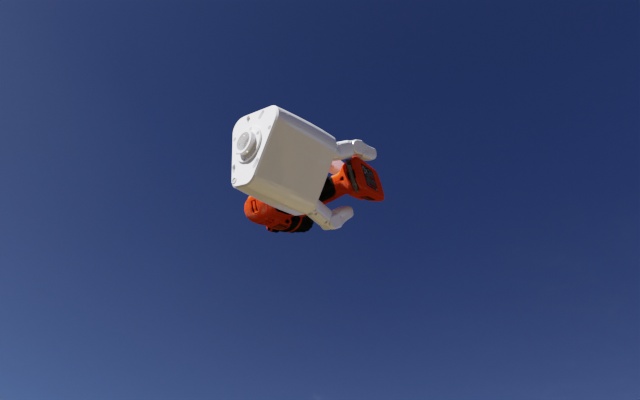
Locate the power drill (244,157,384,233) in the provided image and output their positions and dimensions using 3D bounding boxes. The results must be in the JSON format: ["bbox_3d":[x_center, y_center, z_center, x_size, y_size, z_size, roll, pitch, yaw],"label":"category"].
[{"bbox_3d":[0.000,0.002,0.745,0.188,0.057,0.184,-22,-16,19],"label":"power drill"}]
